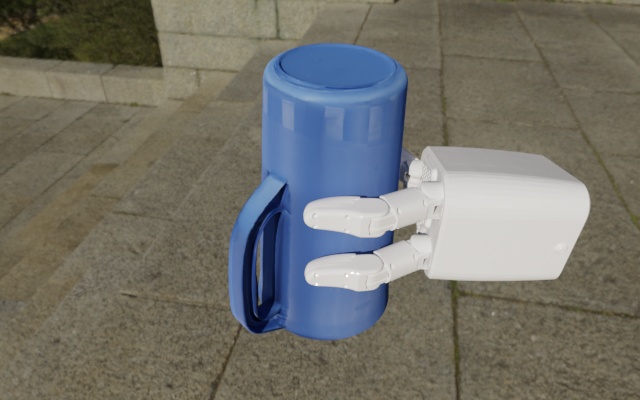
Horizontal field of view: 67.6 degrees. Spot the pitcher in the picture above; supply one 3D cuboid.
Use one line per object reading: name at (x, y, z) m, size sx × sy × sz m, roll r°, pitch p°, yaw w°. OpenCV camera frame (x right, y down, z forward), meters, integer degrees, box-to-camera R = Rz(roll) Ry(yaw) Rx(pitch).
pitcher at (0.000, 0.001, 0.414) m, size 0.145 × 0.243 × 0.149 m, roll 3°, pitch 36°, yaw 1°
